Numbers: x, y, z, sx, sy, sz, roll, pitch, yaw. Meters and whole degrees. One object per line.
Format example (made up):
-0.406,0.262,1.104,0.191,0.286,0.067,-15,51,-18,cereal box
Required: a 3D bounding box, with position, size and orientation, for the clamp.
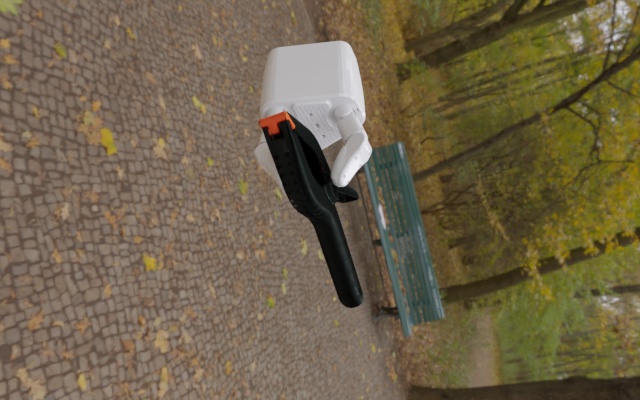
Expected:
0.001,0.001,0.481,0.036,0.164,0.210,-17,-40,17,clamp
